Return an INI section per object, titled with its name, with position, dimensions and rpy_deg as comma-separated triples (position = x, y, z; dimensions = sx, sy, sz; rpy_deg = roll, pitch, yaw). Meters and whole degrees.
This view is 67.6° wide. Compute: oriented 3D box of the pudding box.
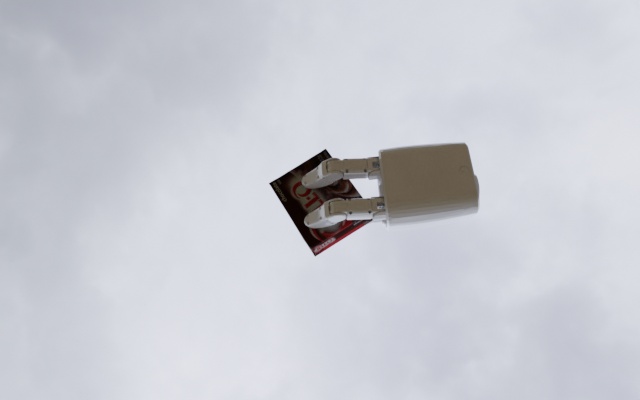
[pudding box]
position = 0.000, 0.002, 0.616
dimensions = 0.090, 0.113, 0.039
rpy_deg = -32, -27, -7
